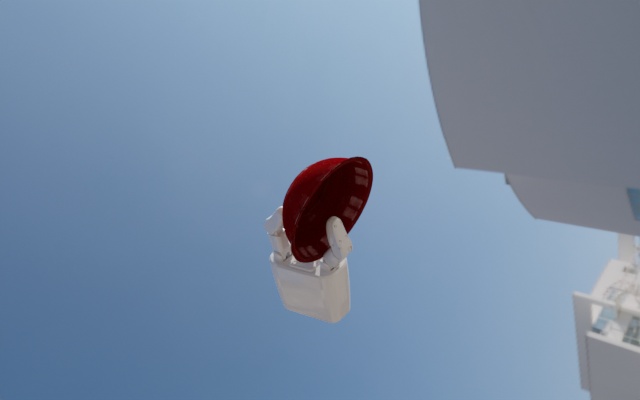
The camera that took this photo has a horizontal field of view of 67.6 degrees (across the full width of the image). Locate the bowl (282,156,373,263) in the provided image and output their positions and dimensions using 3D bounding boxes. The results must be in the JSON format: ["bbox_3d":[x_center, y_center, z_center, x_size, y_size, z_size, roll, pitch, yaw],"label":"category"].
[{"bbox_3d":[0.000,0.001,0.641,0.055,0.162,0.162,34,17,27],"label":"bowl"}]
